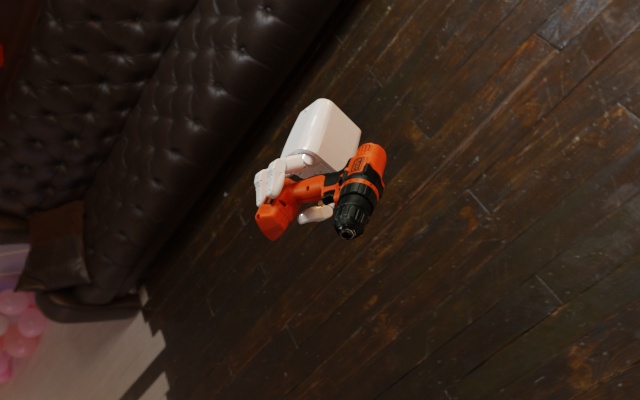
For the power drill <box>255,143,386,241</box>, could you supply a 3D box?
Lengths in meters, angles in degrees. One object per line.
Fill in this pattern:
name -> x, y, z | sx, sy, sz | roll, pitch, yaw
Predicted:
power drill -> 0.000, 0.002, 0.685 | 0.188, 0.057, 0.184 | -15, 31, 30
